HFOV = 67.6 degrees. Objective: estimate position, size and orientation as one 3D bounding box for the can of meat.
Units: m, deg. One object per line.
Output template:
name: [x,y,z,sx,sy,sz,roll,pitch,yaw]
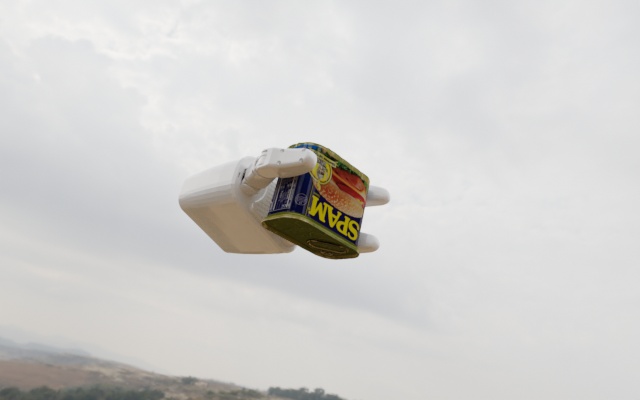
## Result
can of meat: [0.000,0.001,0.474,0.057,0.084,0.102,-12,-34,44]
